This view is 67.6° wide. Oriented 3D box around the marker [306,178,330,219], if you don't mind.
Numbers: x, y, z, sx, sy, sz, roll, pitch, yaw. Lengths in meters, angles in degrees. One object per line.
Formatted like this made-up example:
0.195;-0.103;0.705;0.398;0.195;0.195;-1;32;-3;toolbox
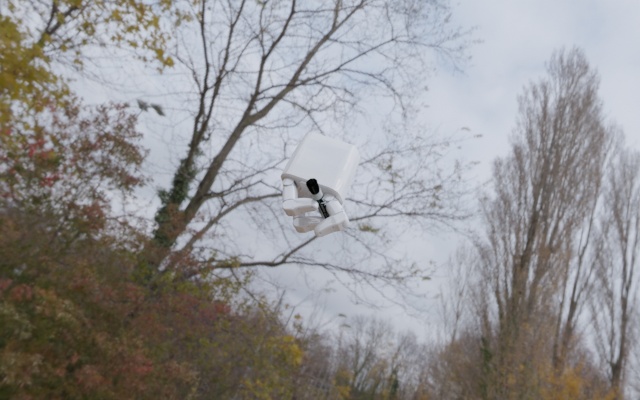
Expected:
0.000;0.003;0.802;0.020;0.020;0.121;0;-35;19;marker
